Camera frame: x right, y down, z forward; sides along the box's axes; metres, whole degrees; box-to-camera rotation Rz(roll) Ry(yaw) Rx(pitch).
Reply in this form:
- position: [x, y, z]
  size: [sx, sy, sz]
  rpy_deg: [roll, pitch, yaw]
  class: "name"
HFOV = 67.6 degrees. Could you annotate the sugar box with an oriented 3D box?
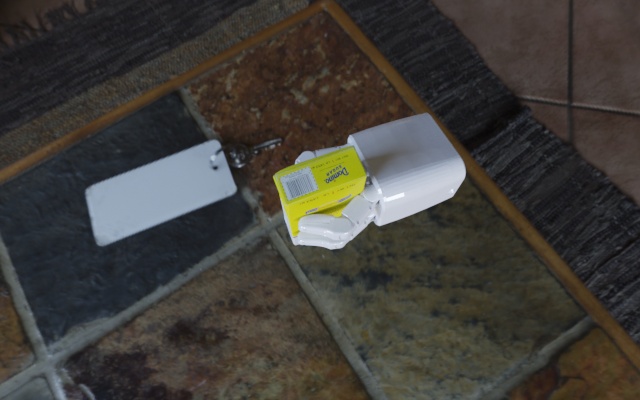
- position: [0.000, 0.002, 0.576]
  size: [0.093, 0.048, 0.176]
  rpy_deg: [-20, -20, -6]
  class: "sugar box"
